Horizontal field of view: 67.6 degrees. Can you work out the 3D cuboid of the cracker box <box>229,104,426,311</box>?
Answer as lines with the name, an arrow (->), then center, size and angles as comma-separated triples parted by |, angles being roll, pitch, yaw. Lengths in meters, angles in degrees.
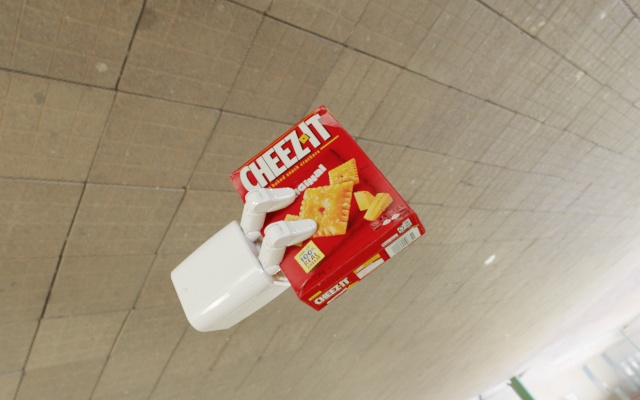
cracker box -> 0.000, 0.002, 0.603 | 0.164, 0.213, 0.072 | -37, -34, 2
